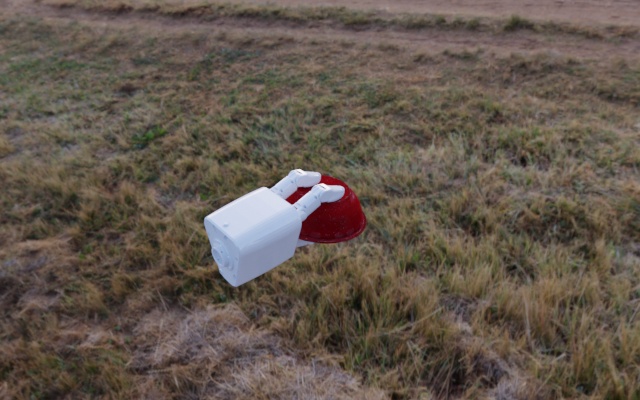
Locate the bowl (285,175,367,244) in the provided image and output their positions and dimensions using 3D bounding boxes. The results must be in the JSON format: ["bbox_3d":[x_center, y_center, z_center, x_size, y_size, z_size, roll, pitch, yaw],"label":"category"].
[{"bbox_3d":[0.001,0.002,0.783,0.162,0.055,0.162,6,30,-4],"label":"bowl"}]
